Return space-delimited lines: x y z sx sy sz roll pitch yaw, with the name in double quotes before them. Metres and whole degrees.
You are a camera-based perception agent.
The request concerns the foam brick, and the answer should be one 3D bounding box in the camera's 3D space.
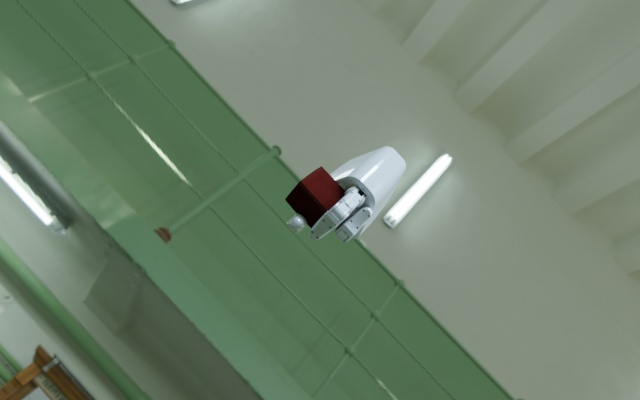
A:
"foam brick" 0.000 0.002 0.670 0.051 0.078 0.053 -42 0 -39
